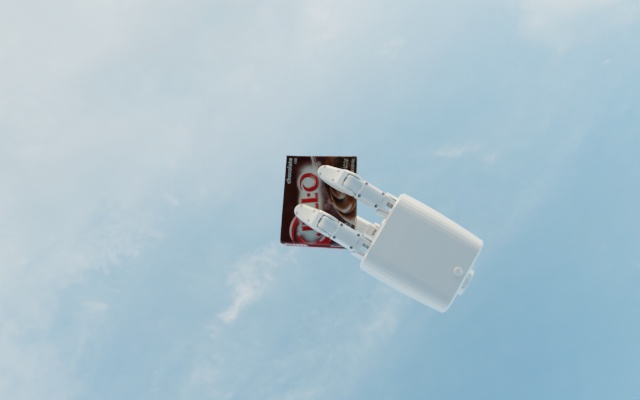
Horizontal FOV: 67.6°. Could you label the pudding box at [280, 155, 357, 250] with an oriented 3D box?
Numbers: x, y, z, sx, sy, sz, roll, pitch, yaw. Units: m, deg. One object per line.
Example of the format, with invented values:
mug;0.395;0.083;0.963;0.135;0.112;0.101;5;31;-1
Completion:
pudding box;0.000;0.002;0.592;0.090;0.113;0.039;2;-13;8
